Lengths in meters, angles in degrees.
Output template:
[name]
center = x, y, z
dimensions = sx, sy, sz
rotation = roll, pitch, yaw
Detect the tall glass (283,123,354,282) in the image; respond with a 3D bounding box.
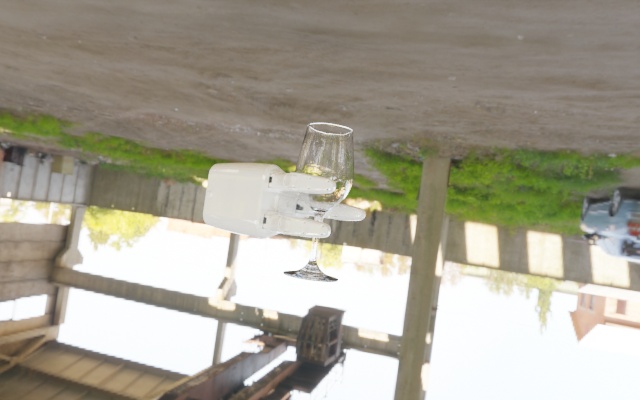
[tall glass]
center = 0.000, 0.003, 0.633
dimensions = 0.079, 0.201, 0.079
rotation = 8, -2, 0
